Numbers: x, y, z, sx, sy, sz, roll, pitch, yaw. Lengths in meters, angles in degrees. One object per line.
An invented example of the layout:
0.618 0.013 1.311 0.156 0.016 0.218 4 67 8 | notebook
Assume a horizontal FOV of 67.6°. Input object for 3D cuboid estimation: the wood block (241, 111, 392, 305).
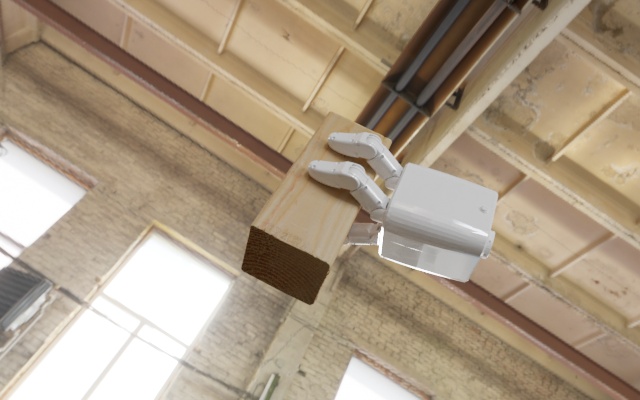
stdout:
0.000 0.002 0.554 0.090 0.206 0.091 26 -41 5 | wood block
